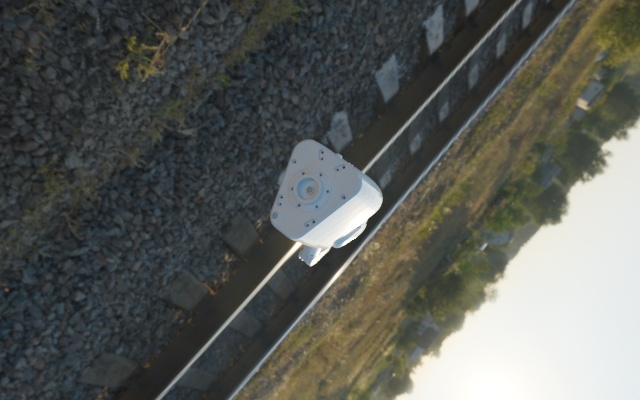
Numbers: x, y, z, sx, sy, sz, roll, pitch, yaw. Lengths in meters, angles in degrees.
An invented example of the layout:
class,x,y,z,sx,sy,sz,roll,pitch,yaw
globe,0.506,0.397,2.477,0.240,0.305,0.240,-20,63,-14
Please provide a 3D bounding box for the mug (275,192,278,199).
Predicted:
class,x,y,z,sx,sy,sz,roll,pitch,yaw
mug,0.001,0.003,0.684,0.081,0.093,0.117,38,4,19
